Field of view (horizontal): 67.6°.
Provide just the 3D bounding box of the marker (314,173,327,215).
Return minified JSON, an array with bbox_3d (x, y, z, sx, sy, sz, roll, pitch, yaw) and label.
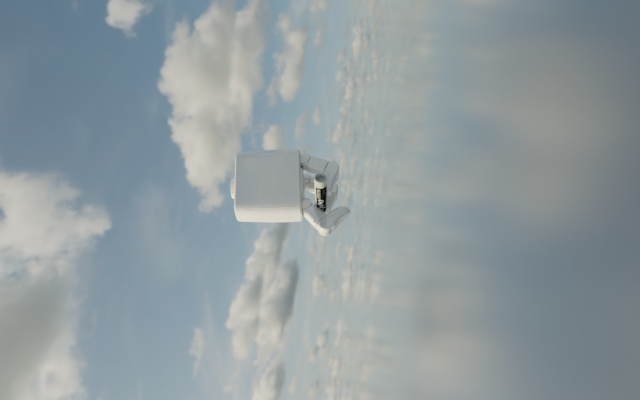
[{"bbox_3d":[0.000,0.002,0.750,0.020,0.020,0.121,0,-36,0],"label":"marker"}]
